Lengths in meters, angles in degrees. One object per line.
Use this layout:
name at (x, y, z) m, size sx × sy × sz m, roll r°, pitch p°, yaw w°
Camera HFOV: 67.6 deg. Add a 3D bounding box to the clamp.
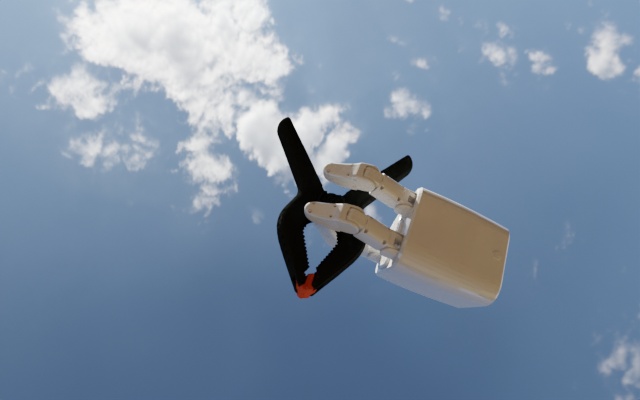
clamp at (0.000, 0.003, 0.518) m, size 0.164 × 0.210 × 0.036 m, roll 23°, pitch -32°, yaw 3°
